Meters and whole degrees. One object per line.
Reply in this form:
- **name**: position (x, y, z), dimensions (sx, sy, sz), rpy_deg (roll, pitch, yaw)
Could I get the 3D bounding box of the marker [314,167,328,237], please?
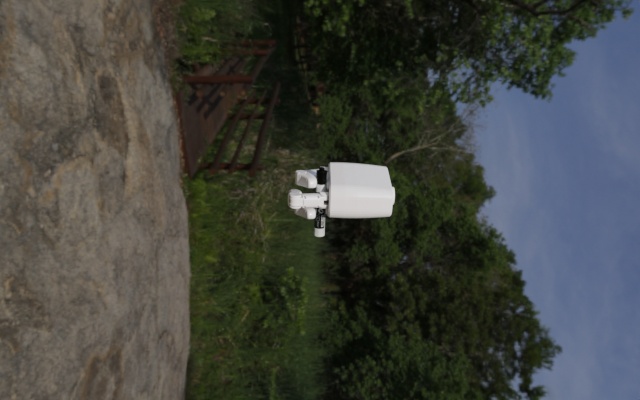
- **marker**: position (0.000, 0.003, 0.811), dimensions (0.020, 0.121, 0.020), rpy_deg (2, 18, -1)
